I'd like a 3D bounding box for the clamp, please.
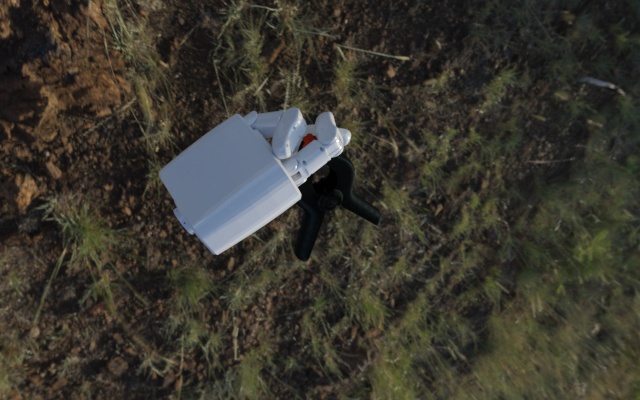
[{"bbox_3d":[0.000,0.002,0.561,0.120,0.172,0.039,-36,43,-7],"label":"clamp"}]
